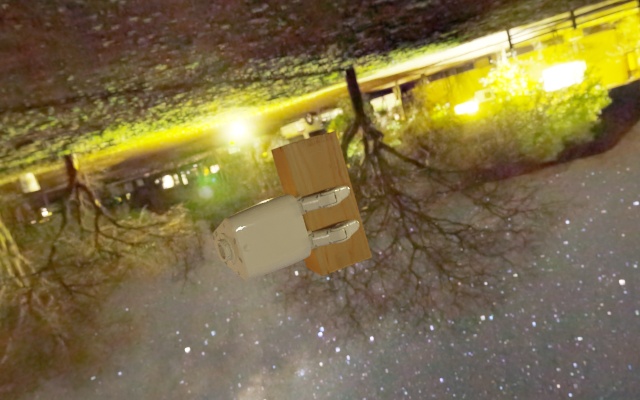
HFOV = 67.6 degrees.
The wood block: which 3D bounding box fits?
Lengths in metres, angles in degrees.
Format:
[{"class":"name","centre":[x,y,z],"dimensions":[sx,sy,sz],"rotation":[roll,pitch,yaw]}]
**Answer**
[{"class":"wood block","centre":[0.000,0.003,0.766],"dimensions":[0.090,0.206,0.091],"rotation":[-18,8,-17]}]
